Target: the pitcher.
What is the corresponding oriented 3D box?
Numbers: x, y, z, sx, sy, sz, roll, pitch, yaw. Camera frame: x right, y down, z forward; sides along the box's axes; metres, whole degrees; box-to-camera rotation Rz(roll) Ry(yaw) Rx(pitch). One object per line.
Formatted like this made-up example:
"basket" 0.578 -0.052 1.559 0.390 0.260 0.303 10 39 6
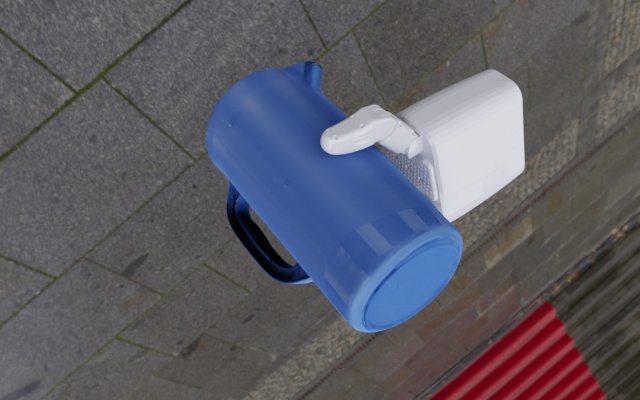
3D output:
"pitcher" 0.000 0.001 0.429 0.145 0.149 0.242 -29 51 -16
